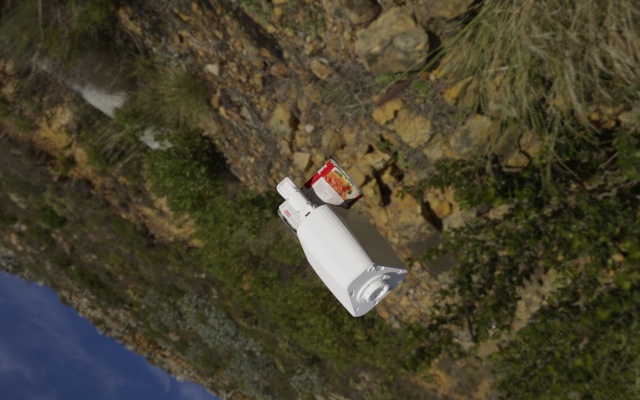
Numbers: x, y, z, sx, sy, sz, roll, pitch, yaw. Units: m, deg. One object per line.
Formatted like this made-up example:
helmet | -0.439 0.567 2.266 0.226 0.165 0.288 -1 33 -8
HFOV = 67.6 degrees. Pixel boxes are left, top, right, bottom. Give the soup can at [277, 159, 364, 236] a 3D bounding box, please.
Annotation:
soup can | 0.000 0.002 0.654 0.102 0.068 0.068 -42 -3 3
